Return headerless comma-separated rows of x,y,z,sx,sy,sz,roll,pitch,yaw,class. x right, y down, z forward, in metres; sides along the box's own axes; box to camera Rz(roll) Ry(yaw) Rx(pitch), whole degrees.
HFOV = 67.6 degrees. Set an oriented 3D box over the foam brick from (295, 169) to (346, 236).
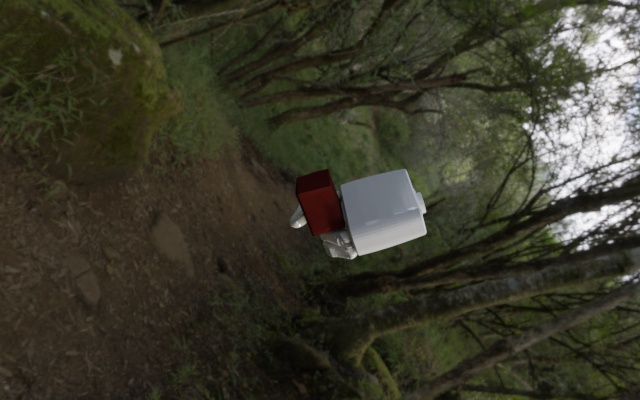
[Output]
0.000,0.002,0.699,0.051,0.078,0.053,-16,31,8,foam brick
